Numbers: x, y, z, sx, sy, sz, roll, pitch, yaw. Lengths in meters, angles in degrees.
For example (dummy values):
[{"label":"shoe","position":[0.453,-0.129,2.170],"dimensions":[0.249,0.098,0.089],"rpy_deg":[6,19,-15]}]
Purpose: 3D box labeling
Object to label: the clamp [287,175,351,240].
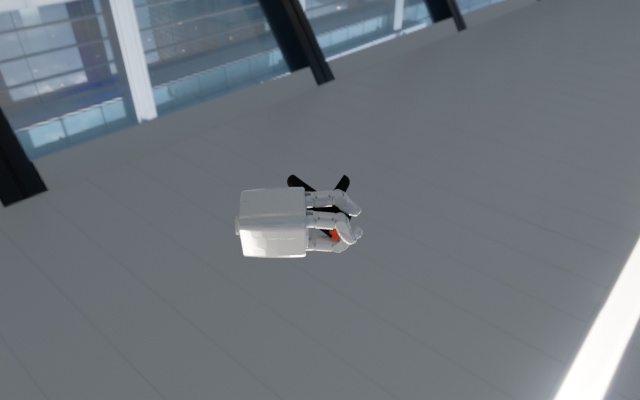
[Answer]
[{"label":"clamp","position":[0.000,0.003,0.853],"dimensions":[0.120,0.039,0.171],"rpy_deg":[0,34,-4]}]
